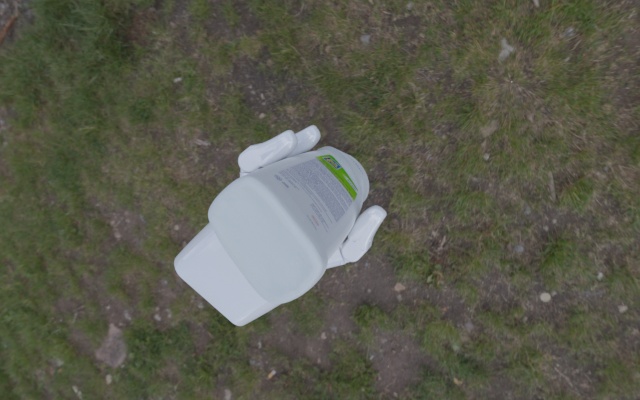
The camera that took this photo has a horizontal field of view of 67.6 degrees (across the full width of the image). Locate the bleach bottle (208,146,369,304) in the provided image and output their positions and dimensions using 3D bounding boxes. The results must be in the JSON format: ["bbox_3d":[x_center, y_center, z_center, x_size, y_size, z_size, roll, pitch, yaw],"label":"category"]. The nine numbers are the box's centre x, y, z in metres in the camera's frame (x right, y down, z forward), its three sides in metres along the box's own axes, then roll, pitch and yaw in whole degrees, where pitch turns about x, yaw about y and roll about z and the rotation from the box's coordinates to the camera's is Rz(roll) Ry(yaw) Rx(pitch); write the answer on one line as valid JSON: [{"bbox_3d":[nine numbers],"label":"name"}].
[{"bbox_3d":[0.000,0.001,0.464,0.068,0.102,0.250,-38,-3,25],"label":"bleach bottle"}]
